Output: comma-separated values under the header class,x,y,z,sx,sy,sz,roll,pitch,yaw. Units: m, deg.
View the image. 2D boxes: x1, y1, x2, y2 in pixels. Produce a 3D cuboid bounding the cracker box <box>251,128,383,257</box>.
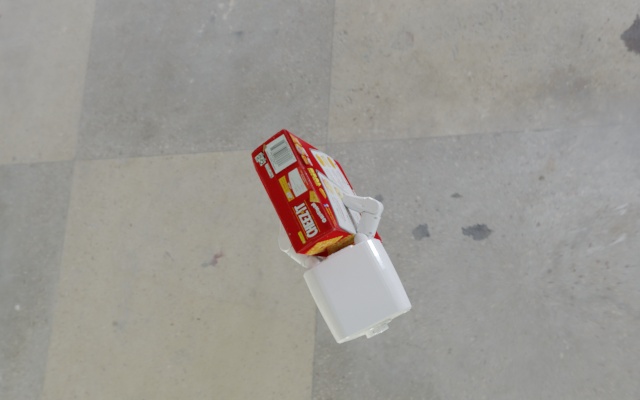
class,x,y,z,sx,sy,sz,roll,pitch,yaw
cracker box,0.000,0.002,0.723,0.072,0.164,0.214,-32,-20,15
